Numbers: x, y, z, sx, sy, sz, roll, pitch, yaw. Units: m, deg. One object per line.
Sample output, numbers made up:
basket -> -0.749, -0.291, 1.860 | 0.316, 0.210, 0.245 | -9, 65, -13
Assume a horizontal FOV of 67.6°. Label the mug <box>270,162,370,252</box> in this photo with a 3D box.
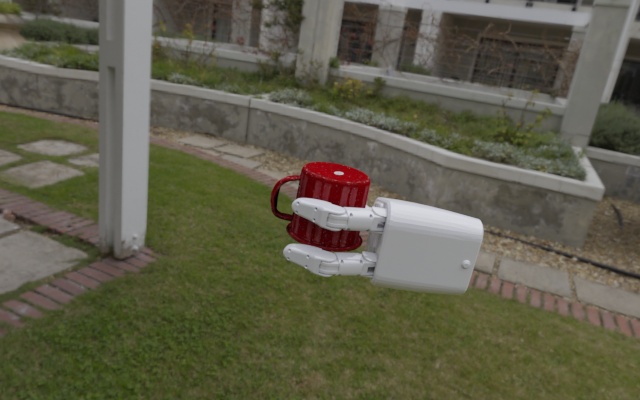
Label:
mug -> -0.001, 0.001, 0.560 | 0.117, 0.081, 0.093 | 10, 18, -4
